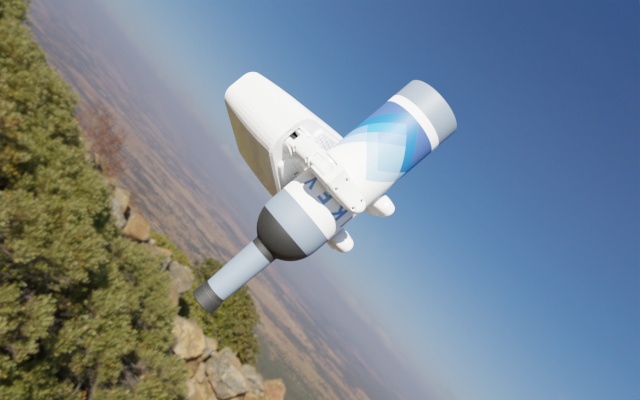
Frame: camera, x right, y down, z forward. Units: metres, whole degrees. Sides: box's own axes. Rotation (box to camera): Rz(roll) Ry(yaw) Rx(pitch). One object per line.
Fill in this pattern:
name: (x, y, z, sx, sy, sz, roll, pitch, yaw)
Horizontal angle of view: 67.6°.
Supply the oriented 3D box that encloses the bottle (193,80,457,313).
bottle: (0.000, 0.001, 0.463, 0.295, 0.069, 0.069, -40, 4, -5)
